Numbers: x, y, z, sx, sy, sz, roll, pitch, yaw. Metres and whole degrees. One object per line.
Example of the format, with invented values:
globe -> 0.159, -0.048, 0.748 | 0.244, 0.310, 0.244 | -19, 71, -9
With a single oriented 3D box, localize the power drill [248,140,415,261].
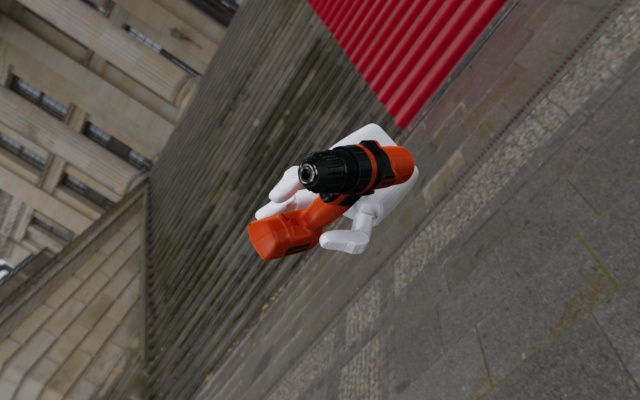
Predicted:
power drill -> 0.000, 0.002, 0.544 | 0.188, 0.057, 0.184 | -37, -18, 36
